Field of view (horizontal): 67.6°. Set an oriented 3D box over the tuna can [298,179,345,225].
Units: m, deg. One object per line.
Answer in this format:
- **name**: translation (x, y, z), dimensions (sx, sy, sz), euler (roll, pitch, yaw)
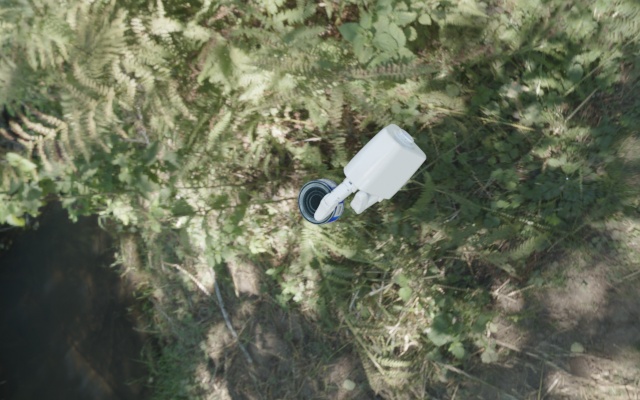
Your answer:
- **tuna can**: translation (0.000, 0.003, 0.898), dimensions (0.086, 0.086, 0.034), euler (0, 6, 31)
